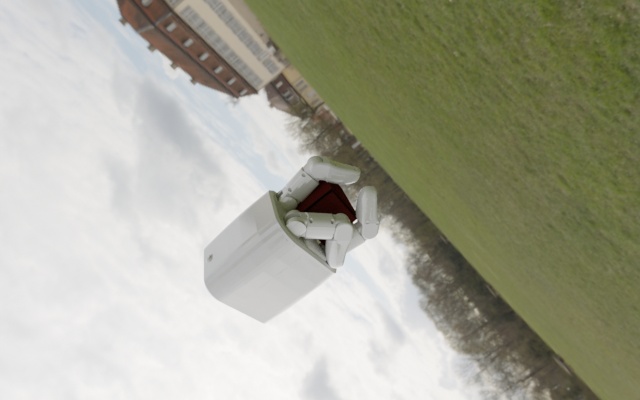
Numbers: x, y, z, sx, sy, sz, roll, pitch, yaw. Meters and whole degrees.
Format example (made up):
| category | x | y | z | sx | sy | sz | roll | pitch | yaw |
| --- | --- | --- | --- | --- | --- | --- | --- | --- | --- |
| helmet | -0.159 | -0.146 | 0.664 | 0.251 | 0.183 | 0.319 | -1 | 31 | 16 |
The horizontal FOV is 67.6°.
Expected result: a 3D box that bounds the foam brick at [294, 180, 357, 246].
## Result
| category | x | y | z | sx | sy | sz | roll | pitch | yaw |
| --- | --- | --- | --- | --- | --- | --- | --- | --- | --- |
| foam brick | 0.000 | 0.002 | 0.551 | 0.051 | 0.053 | 0.078 | -40 | 28 | 8 |
